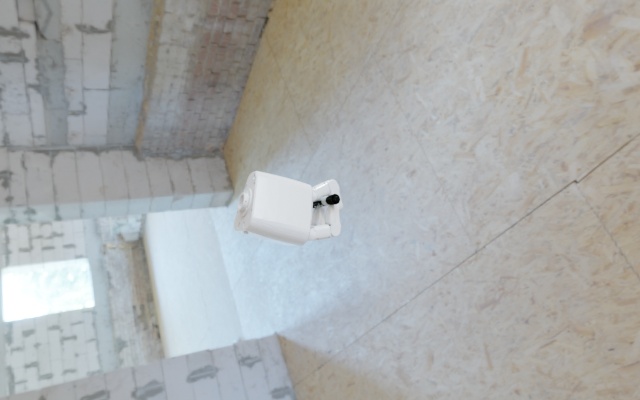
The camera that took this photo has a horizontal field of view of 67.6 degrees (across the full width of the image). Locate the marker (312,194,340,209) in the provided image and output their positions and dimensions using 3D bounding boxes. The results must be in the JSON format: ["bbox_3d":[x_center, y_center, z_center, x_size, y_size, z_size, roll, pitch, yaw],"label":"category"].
[{"bbox_3d":[0.000,0.003,0.867,0.020,0.020,0.121,0,-5,-28],"label":"marker"}]
